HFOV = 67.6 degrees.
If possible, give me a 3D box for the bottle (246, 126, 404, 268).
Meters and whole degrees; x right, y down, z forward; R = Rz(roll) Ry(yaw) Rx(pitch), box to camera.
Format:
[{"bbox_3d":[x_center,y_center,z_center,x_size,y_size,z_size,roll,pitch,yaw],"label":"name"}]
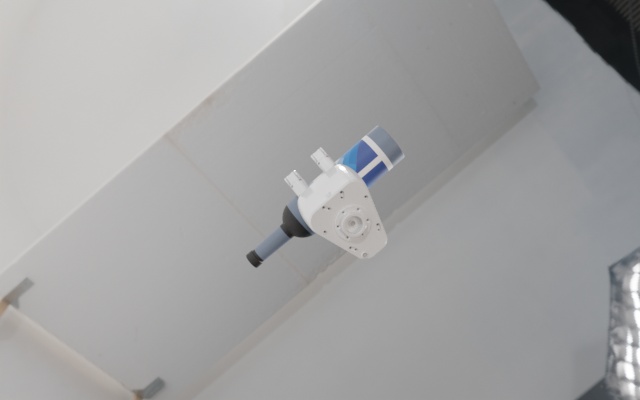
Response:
[{"bbox_3d":[0.000,0.002,0.763,0.296,0.069,0.069,-41,-2,2],"label":"bottle"}]
